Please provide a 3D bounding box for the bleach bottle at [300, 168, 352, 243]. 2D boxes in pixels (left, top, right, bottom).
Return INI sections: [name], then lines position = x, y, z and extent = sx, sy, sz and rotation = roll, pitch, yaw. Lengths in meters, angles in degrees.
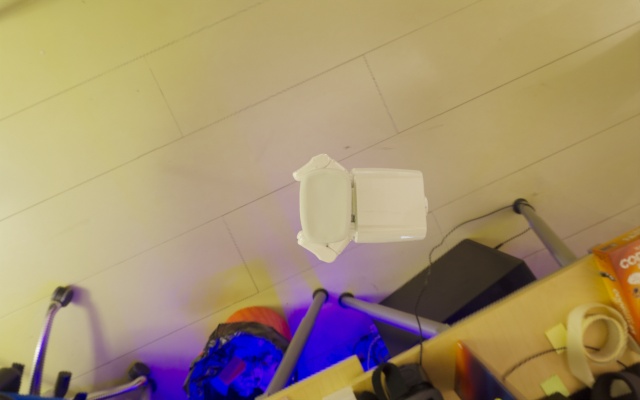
[bleach bottle]
position = 0.000, 0.003, 0.740
extent = 0.068, 0.102, 0.251
rotation = 0, 3, -3
